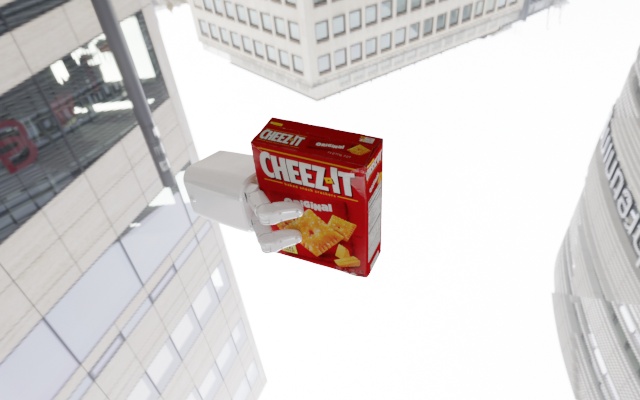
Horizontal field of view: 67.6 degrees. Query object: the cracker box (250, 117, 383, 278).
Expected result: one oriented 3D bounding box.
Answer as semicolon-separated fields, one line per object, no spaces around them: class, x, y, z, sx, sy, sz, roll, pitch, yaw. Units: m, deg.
cracker box;0.000;0.002;0.675;0.164;0.214;0.072;14;46;20
